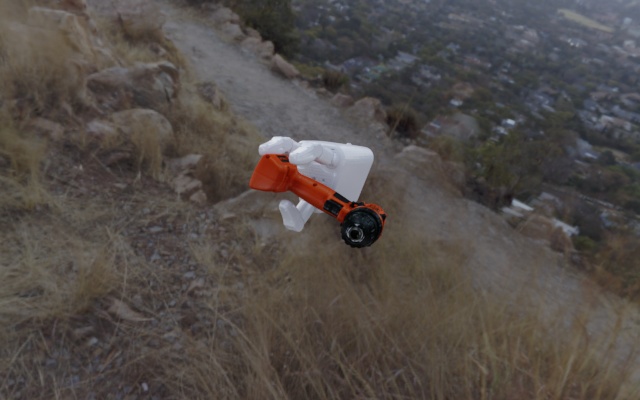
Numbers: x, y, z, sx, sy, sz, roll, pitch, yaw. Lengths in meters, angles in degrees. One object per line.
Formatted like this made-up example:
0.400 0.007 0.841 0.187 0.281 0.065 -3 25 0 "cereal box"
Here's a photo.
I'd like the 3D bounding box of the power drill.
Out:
0.000 0.002 0.652 0.187 0.057 0.184 30 7 9 "power drill"
